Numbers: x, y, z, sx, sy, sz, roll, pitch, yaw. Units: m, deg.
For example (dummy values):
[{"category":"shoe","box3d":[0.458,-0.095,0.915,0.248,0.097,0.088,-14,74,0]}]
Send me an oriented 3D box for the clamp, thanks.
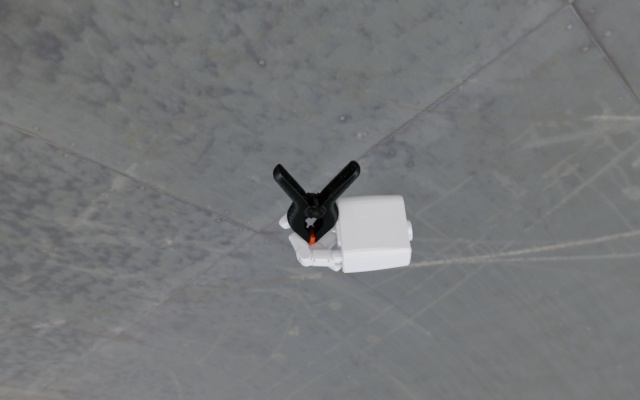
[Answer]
[{"category":"clamp","box3d":[0.000,0.003,0.705,0.120,0.039,0.172,-4,-38,2]}]
